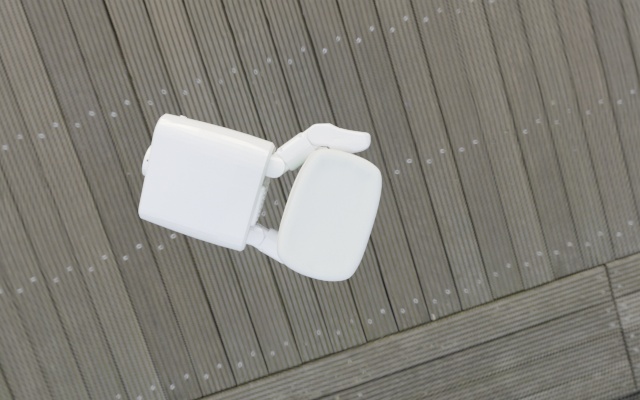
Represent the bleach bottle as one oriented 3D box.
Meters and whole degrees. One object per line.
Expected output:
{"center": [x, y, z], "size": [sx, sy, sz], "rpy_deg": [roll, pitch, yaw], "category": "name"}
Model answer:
{"center": [0.000, 0.001, 0.480], "size": [0.068, 0.102, 0.251], "rpy_deg": [18, 2, -5], "category": "bleach bottle"}
